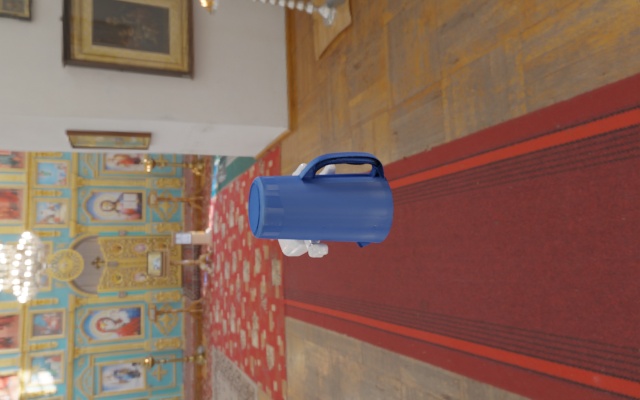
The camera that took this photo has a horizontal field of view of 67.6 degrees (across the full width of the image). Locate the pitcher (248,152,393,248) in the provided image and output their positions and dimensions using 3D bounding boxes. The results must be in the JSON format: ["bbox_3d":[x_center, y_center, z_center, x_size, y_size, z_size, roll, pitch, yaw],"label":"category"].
[{"bbox_3d":[0.000,0.003,0.857,0.243,0.149,0.145,0,-18,-20],"label":"pitcher"}]
